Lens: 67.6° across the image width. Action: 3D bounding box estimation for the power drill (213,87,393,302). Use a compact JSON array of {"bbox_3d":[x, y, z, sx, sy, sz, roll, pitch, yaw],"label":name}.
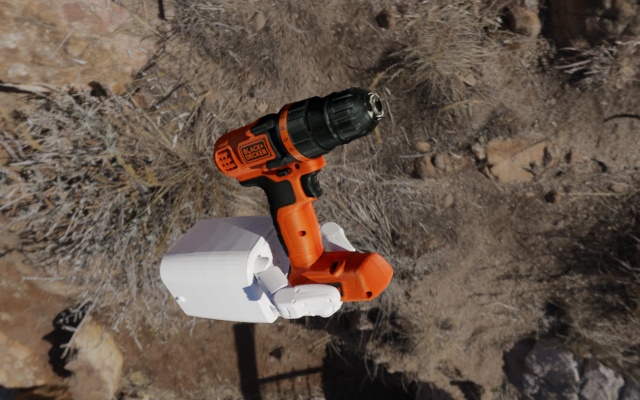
[{"bbox_3d":[0.000,0.002,0.442,0.184,0.188,0.057,-11,17,40],"label":"power drill"}]
